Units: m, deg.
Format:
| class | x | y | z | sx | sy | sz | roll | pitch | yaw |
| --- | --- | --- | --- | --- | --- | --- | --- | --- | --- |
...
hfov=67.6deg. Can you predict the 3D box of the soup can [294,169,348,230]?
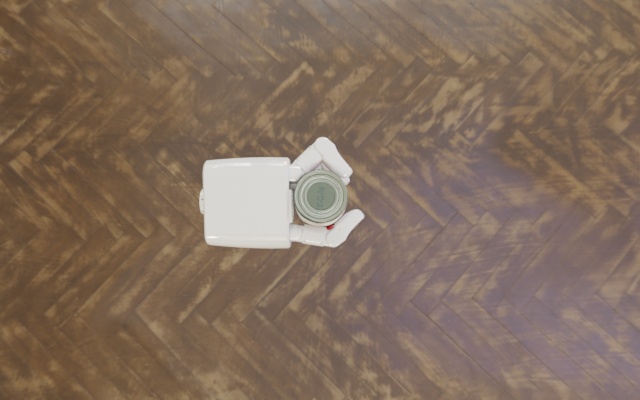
| class | x | y | z | sx | sy | sz | roll | pitch | yaw |
| --- | --- | --- | --- | --- | --- | --- | --- | --- | --- |
| soup can | 0.001 | 0.002 | 0.621 | 0.068 | 0.068 | 0.102 | 0 | -9 | 0 |
